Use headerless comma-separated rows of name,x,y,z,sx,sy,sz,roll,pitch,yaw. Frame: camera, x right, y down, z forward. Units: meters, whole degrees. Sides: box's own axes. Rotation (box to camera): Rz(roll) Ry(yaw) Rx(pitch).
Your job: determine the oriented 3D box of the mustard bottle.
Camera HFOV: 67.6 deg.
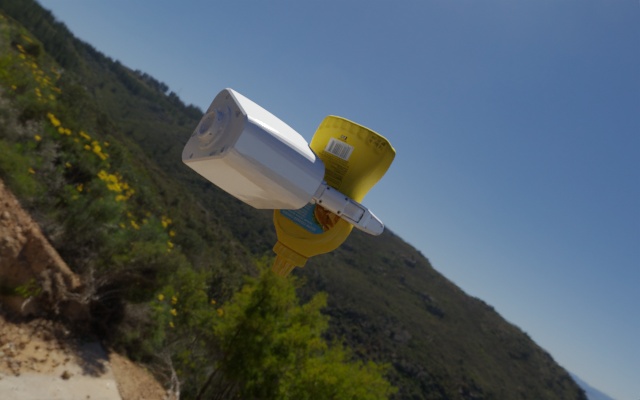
mustard bottle,0.000,0.002,0.550,0.096,0.191,0.058,29,-3,29
